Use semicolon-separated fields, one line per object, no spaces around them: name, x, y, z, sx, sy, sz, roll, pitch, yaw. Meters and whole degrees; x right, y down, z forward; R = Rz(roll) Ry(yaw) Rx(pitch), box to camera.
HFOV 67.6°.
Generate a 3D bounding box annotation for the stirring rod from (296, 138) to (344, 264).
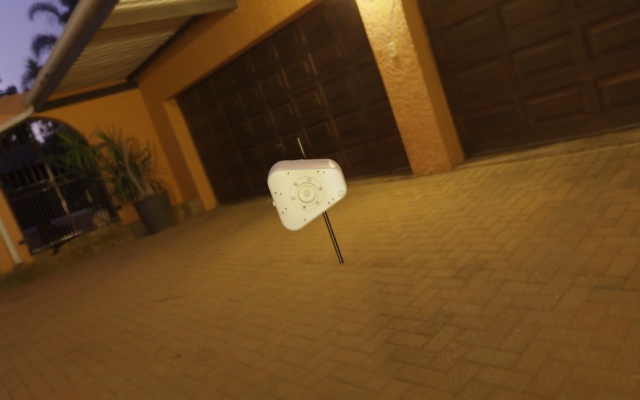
stirring rod;0.000;0.003;0.855;0.011;0.239;0.011;-19;9;3
